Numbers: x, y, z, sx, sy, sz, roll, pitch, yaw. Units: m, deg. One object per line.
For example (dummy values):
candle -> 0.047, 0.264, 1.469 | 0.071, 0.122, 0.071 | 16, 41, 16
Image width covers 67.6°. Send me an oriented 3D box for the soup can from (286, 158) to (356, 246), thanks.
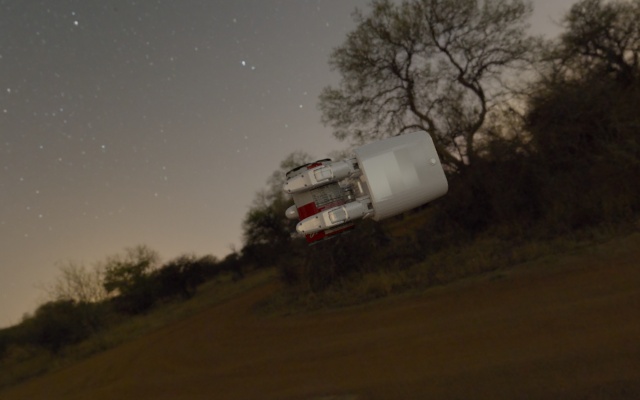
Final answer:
soup can -> 0.000, 0.002, 0.643 | 0.068, 0.102, 0.068 | -19, -4, -1
